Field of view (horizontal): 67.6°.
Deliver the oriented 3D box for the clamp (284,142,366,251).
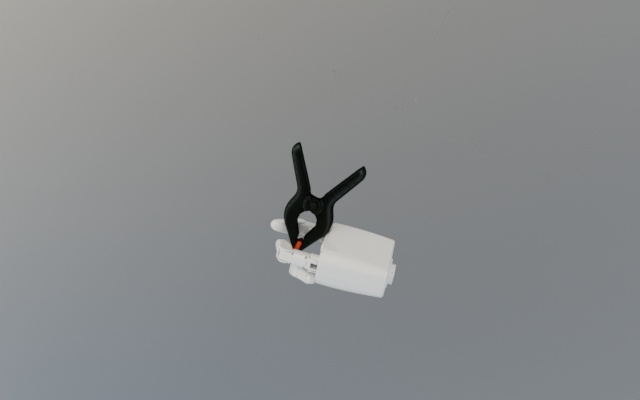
[{"bbox_3d":[0.000,0.003,0.752,0.120,0.171,0.039,14,14,8],"label":"clamp"}]
